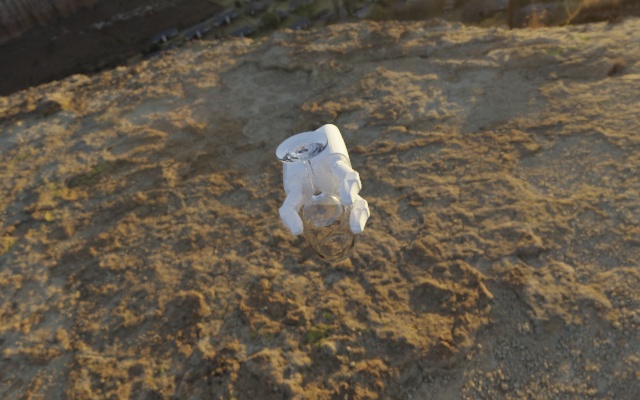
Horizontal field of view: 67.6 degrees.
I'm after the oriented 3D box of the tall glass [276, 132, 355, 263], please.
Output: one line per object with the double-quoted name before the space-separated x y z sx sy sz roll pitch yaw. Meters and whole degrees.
"tall glass" 0.000 0.002 0.706 0.079 0.201 0.079 -12 37 9
